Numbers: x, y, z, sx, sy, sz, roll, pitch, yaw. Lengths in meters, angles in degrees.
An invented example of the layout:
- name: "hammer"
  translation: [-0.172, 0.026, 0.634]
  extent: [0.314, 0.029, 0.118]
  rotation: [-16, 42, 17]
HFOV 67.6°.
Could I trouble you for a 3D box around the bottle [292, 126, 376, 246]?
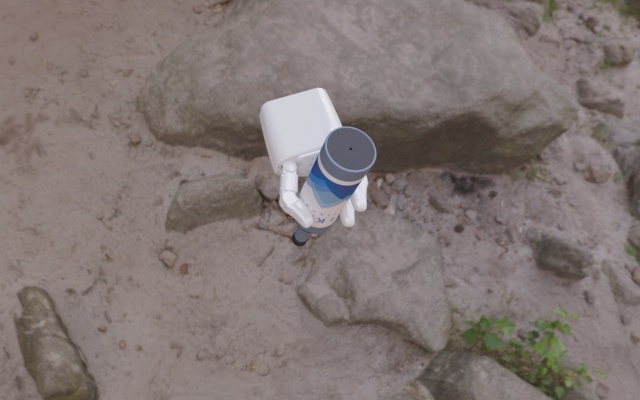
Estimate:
- name: "bottle"
  translation: [0.000, 0.002, 0.709]
  extent: [0.069, 0.069, 0.296]
  rotation: [0, -27, -16]
